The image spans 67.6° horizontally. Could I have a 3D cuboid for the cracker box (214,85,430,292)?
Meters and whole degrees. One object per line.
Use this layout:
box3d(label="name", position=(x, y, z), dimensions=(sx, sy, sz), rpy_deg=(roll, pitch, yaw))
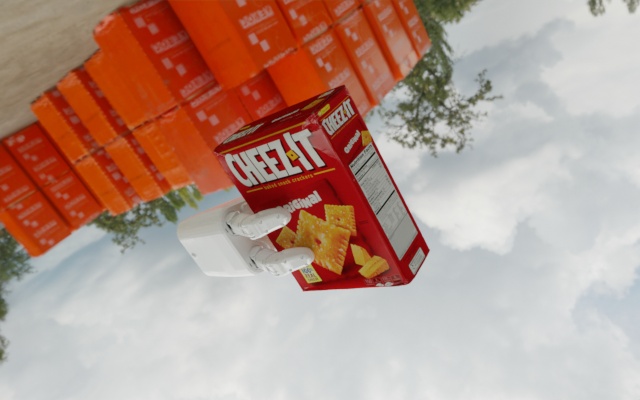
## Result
box3d(label="cracker box", position=(0.000, 0.002, 0.537), dimensions=(0.164, 0.214, 0.072), rpy_deg=(-12, 27, 42))
